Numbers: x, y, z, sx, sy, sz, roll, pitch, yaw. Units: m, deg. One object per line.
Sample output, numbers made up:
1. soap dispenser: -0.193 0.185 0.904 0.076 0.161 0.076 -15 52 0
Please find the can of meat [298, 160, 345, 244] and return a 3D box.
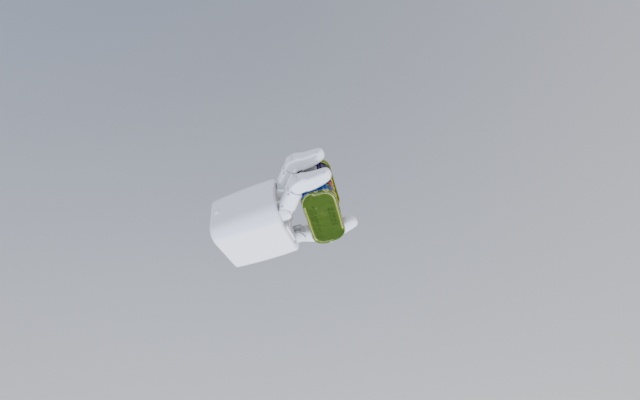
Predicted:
1. can of meat: 0.000 0.003 0.726 0.057 0.102 0.084 -15 36 3
